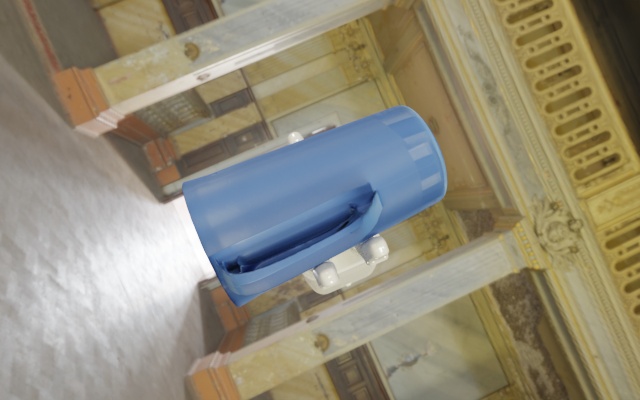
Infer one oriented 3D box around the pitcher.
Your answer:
[{"bbox_3d":[0.000,0.002,0.472,0.243,0.149,0.145,-24,-22,-6],"label":"pitcher"}]
